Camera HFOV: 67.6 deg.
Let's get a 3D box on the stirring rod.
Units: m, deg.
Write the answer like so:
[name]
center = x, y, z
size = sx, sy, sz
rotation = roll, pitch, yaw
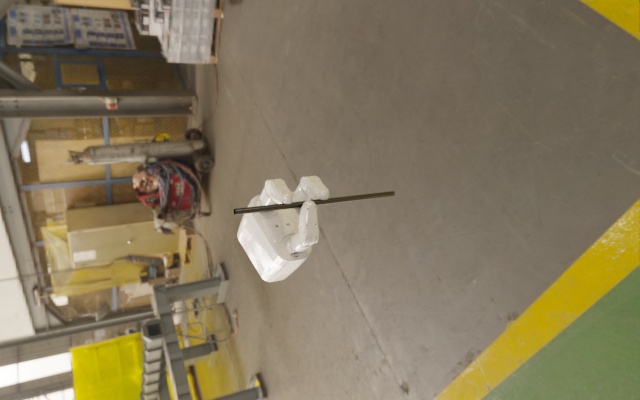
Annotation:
[stirring rod]
center = 0.000, 0.002, 0.646
size = 0.239, 0.011, 0.011
rotation = -6, 3, -27
